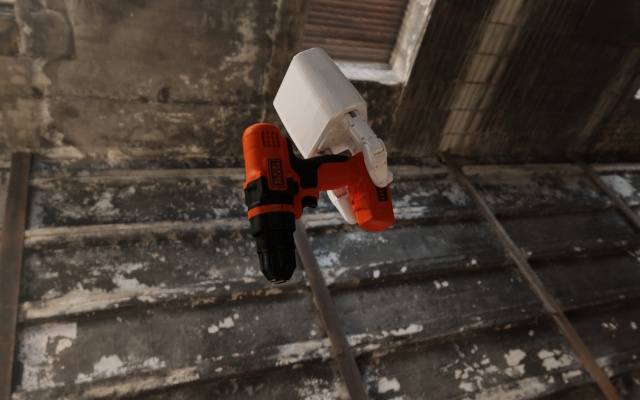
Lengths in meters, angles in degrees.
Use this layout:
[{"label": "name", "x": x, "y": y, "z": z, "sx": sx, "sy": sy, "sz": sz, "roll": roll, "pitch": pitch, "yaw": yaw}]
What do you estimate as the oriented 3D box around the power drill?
[{"label": "power drill", "x": 0.000, "y": 0.002, "z": 0.574, "sx": 0.187, "sy": 0.184, "sz": 0.057, "roll": 1, "pitch": -16, "yaw": -34}]
